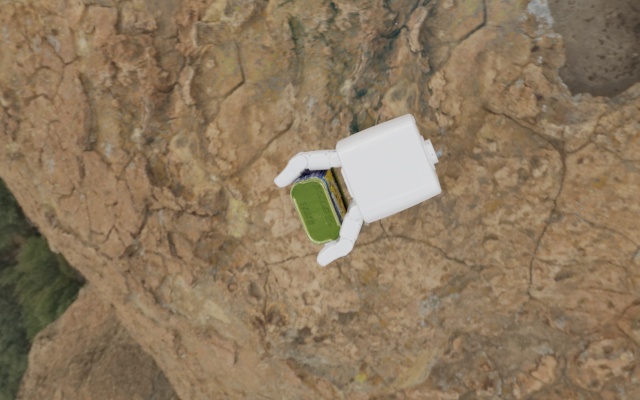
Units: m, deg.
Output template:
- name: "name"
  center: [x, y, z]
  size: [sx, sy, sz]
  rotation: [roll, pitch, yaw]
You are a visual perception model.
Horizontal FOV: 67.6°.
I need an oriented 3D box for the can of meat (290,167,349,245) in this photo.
- name: "can of meat"
  center: [0.000, 0.002, 0.683]
  size: [0.057, 0.102, 0.084]
  rotation: [-18, 16, 14]
